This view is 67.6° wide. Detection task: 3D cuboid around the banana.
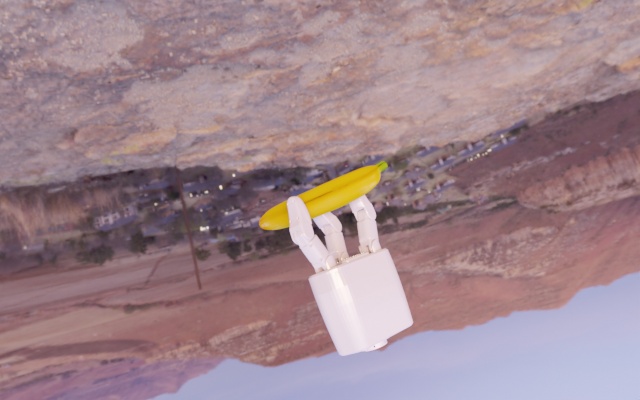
[{"bbox_3d":[0.000,0.001,0.634,0.198,0.037,0.069,-24,-4,11],"label":"banana"}]
